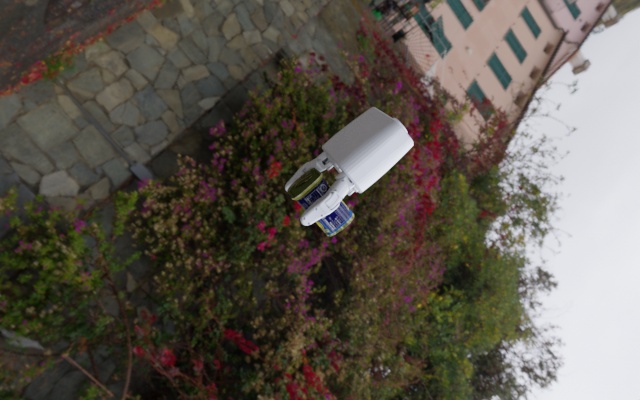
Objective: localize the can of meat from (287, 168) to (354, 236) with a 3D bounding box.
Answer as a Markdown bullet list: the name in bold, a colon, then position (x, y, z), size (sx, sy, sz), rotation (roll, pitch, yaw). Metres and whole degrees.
- **can of meat**: position (0.000, 0.003, 0.735), size (0.057, 0.084, 0.102), rotation (-41, 14, -1)
